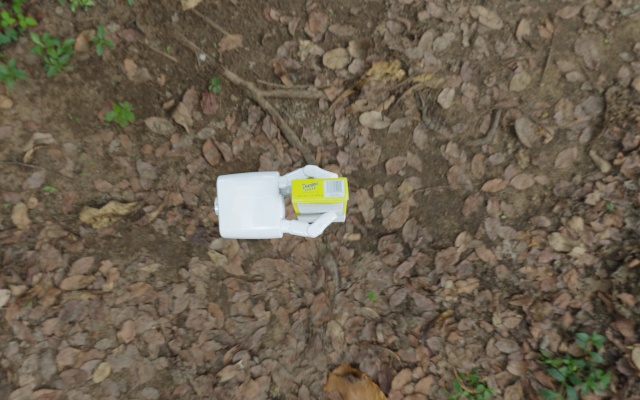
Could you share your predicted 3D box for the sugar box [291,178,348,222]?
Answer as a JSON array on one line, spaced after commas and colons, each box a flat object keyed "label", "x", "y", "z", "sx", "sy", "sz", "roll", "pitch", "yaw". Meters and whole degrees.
[{"label": "sugar box", "x": 0.000, "y": 0.002, "z": 0.856, "sx": 0.093, "sy": 0.048, "sz": 0.176, "roll": -1, "pitch": -11, "yaw": 0}]
